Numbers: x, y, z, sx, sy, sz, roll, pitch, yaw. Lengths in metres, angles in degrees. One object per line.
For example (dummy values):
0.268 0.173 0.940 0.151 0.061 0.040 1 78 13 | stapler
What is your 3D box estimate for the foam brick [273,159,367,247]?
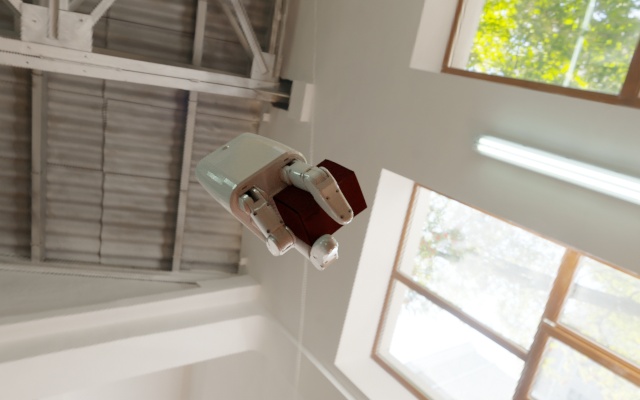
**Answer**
0.000 0.002 0.509 0.078 0.053 0.051 -36 38 -20 | foam brick
